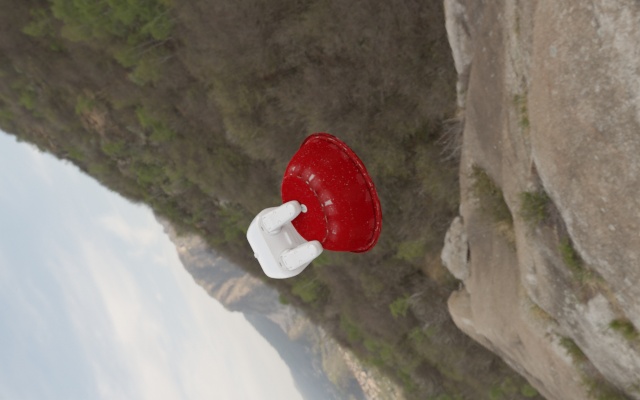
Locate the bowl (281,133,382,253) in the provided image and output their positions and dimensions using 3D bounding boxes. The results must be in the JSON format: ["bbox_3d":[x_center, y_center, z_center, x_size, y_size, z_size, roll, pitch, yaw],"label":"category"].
[{"bbox_3d":[0.000,0.001,0.583,0.055,0.162,0.162,-26,14,-31],"label":"bowl"}]
